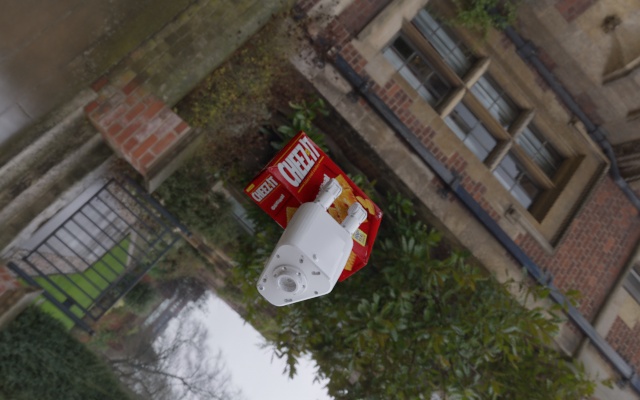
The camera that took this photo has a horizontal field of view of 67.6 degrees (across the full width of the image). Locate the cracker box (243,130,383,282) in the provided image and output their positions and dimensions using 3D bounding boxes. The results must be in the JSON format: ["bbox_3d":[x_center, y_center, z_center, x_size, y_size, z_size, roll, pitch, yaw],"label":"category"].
[{"bbox_3d":[0.000,0.003,0.792,0.072,0.214,0.164,-39,11,32],"label":"cracker box"}]
